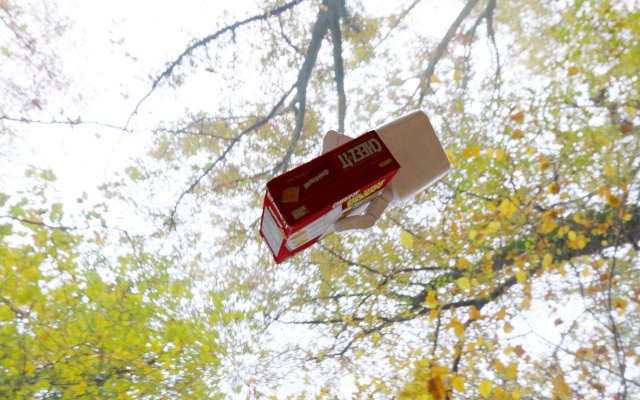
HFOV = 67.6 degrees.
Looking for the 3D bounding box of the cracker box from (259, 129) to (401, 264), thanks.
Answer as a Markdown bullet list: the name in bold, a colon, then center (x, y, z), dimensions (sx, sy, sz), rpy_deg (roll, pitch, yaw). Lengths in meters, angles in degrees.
- **cracker box**: center (0.000, 0.002, 0.675), dimensions (0.164, 0.072, 0.214), rpy_deg (-29, -12, -18)
